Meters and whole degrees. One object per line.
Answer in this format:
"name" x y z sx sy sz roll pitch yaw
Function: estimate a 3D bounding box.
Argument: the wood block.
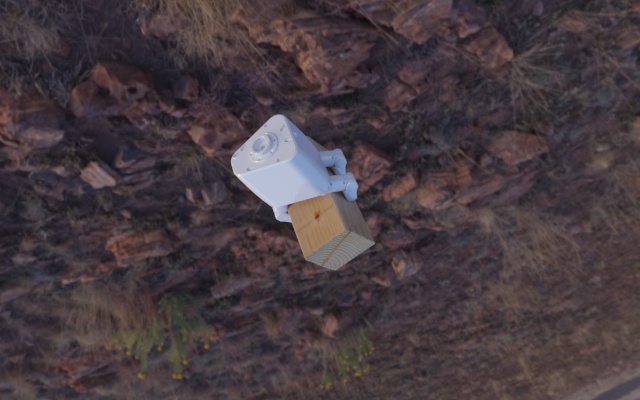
"wood block" 0.000 0.003 0.821 0.091 0.206 0.090 -37 -37 21
